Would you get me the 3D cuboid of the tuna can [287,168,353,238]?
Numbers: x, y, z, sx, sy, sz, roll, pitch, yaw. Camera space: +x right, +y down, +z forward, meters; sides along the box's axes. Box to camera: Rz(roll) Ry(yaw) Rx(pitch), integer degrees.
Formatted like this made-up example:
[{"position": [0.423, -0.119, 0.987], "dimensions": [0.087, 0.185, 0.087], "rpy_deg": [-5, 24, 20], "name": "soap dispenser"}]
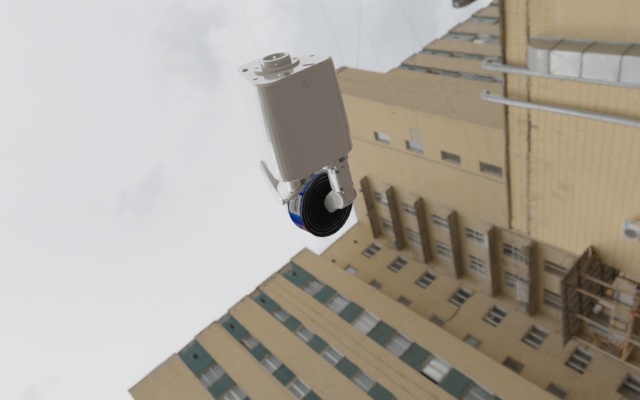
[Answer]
[{"position": [0.000, 0.002, 0.614], "dimensions": [0.086, 0.086, 0.033], "rpy_deg": [0, 13, -41], "name": "tuna can"}]
